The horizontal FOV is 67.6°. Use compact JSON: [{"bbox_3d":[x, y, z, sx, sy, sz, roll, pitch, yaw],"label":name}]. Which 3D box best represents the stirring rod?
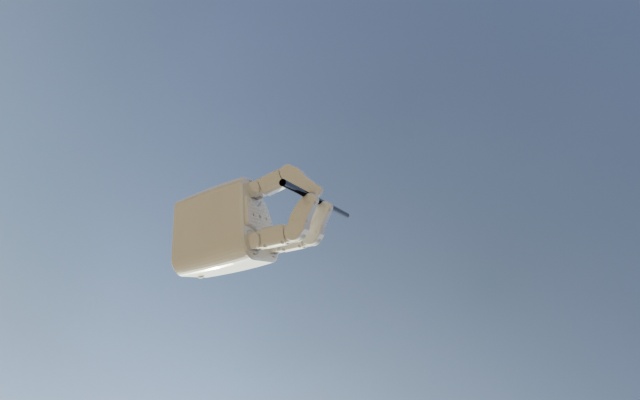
[{"bbox_3d":[0.000,0.002,0.608,0.011,0.011,0.239,0,-10,20],"label":"stirring rod"}]
